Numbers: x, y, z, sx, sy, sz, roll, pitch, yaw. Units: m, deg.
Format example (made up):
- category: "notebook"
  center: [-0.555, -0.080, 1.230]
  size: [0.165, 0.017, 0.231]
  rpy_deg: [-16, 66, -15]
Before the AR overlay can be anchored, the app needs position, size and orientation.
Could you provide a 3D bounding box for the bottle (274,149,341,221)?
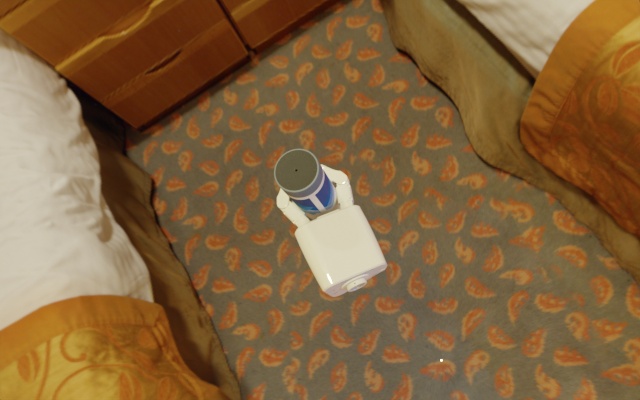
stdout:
- category: "bottle"
  center: [0.000, 0.002, 0.807]
  size: [0.069, 0.069, 0.296]
  rpy_deg: [0, -18, 14]
